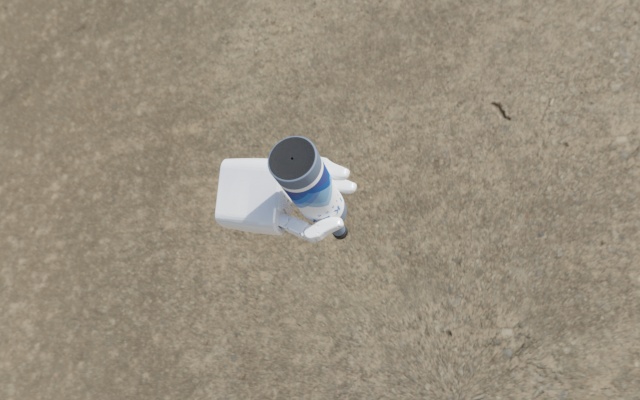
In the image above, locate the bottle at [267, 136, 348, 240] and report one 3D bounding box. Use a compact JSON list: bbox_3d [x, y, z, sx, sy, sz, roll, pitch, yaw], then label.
[{"bbox_3d":[0.000,0.002,0.738,0.069,0.069,0.296,0,-22,16],"label":"bottle"}]
